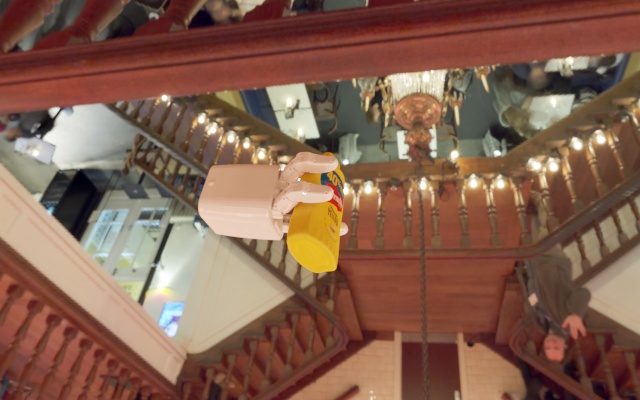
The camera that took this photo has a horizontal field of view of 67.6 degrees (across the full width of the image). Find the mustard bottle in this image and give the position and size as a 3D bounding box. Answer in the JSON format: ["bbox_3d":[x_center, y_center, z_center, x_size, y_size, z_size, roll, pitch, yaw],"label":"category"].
[{"bbox_3d":[0.000,0.002,0.700,0.058,0.191,0.096,-13,-44,25],"label":"mustard bottle"}]
